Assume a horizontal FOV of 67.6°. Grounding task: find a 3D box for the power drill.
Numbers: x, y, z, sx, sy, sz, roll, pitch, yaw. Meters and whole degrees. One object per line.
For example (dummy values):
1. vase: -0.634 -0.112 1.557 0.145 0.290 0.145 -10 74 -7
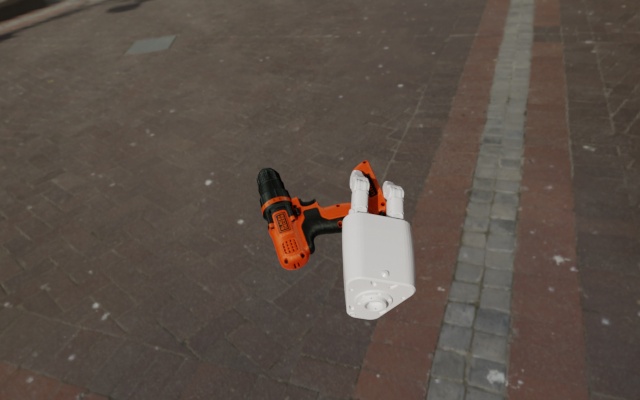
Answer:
1. power drill: 0.001 0.003 0.759 0.187 0.184 0.057 -20 -29 -2
